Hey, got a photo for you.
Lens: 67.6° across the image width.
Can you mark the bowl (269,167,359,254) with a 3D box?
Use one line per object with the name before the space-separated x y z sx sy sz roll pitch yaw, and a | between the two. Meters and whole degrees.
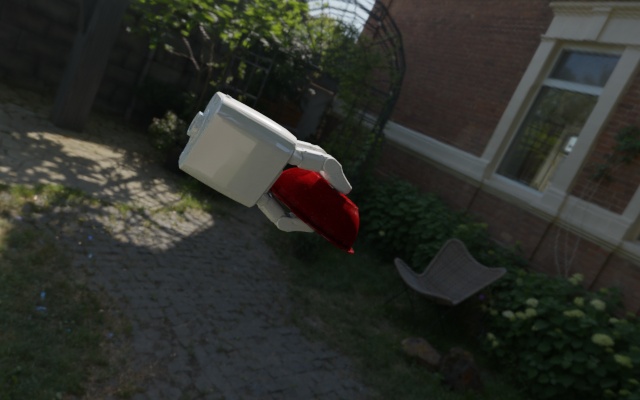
bowl | 0.001 0.002 0.666 0.162 0.055 0.162 40 4 -3
